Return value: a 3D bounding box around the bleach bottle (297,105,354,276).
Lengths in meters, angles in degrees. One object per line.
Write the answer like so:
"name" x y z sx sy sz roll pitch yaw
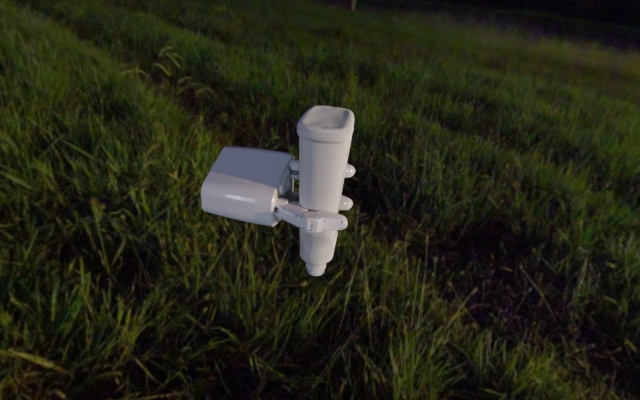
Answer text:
"bleach bottle" 0.000 0.002 0.668 0.068 0.251 0.102 9 29 7
